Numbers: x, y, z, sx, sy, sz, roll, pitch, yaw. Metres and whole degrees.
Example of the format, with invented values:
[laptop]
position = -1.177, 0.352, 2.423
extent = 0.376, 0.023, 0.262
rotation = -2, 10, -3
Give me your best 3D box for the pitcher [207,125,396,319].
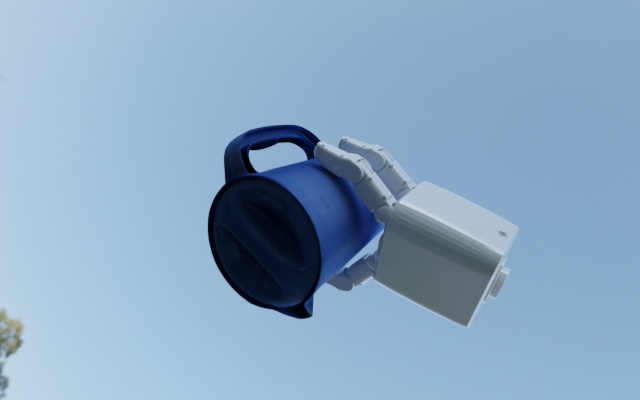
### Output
[pitcher]
position = 0.000, 0.002, 0.530
extent = 0.145, 0.149, 0.242
rotation = 27, 28, 22
